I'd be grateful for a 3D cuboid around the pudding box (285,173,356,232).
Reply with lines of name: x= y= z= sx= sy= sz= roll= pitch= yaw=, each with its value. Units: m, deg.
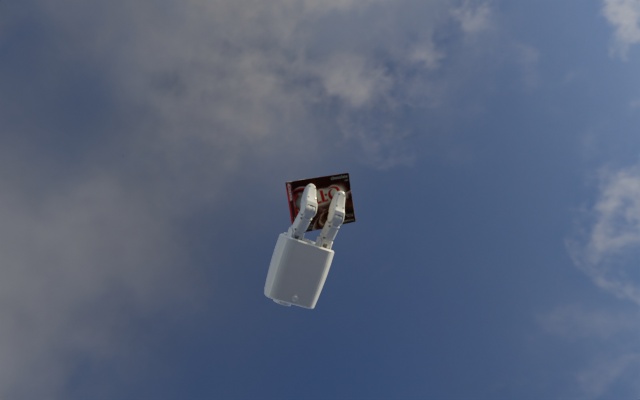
pudding box: x=0.000 y=0.003 z=0.840 sx=0.113 sy=0.090 sz=0.039 roll=-11 pitch=5 yaw=-23
